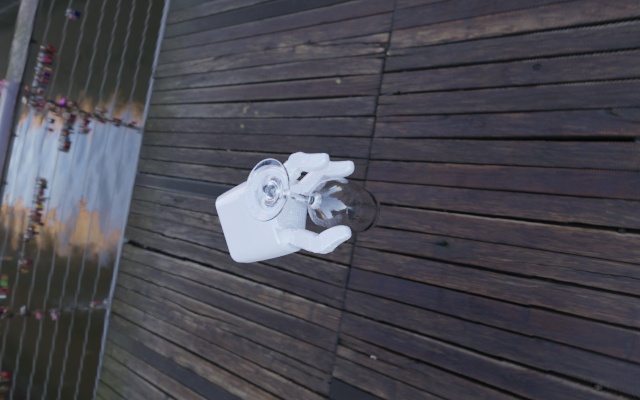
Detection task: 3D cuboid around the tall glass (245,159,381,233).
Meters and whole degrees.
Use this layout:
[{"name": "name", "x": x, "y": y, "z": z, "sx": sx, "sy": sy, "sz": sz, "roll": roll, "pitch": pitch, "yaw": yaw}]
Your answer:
[{"name": "tall glass", "x": 0.000, "y": 0.002, "z": 0.628, "sx": 0.079, "sy": 0.079, "sz": 0.201, "roll": 0, "pitch": -8, "yaw": 40}]
